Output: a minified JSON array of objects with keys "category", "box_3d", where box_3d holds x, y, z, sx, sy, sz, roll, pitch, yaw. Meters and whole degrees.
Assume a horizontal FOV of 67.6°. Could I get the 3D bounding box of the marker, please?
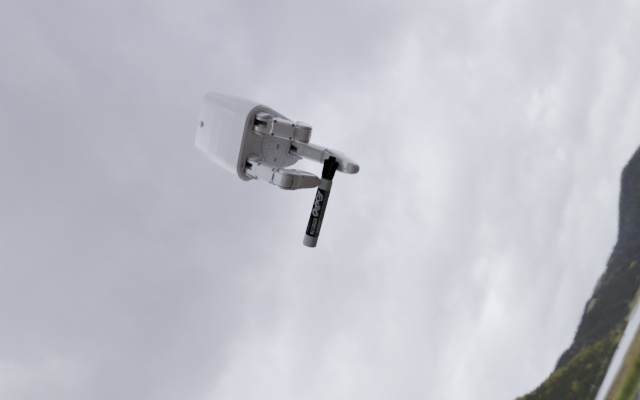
[{"category":"marker","box_3d":[0.000,0.002,0.609,0.020,0.121,0.020,14,15,-4]}]
